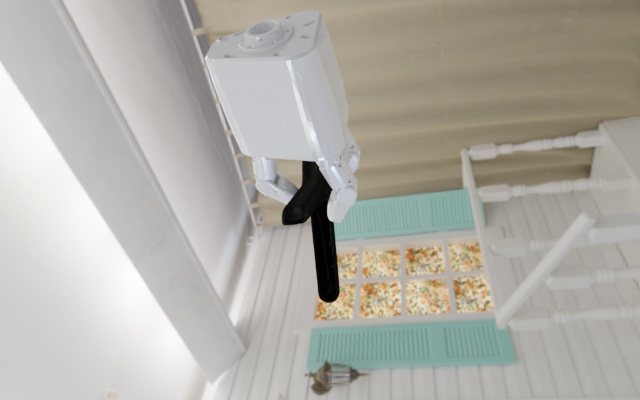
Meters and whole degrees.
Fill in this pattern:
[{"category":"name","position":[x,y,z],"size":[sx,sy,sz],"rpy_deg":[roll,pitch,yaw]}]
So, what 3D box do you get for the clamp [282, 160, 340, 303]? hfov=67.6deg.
[{"category":"clamp","position":[-0.001,0.001,0.557],"size":[0.036,0.165,0.209],"rpy_deg":[-5,43,12]}]
